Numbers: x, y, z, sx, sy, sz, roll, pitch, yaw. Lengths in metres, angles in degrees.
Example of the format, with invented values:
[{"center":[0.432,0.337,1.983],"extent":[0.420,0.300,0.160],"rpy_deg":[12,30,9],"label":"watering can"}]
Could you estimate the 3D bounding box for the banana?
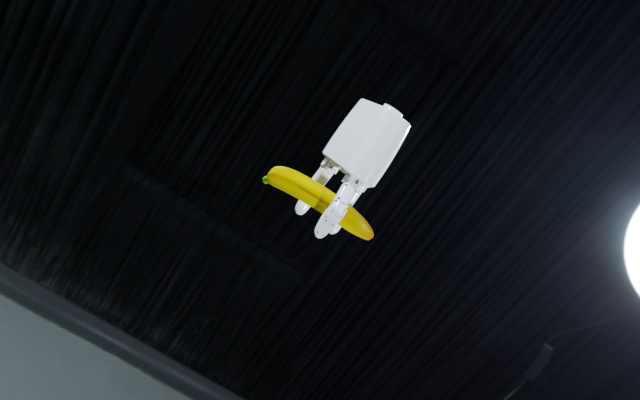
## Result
[{"center":[-0.005,-0.003,0.714],"extent":[0.198,0.037,0.070],"rpy_deg":[30,-8,12],"label":"banana"}]
